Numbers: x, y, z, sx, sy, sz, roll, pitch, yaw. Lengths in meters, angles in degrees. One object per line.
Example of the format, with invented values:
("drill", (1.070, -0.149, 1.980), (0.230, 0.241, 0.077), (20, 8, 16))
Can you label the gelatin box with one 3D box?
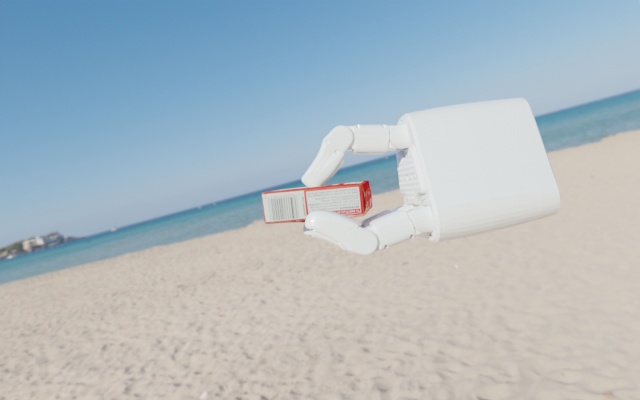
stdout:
("gelatin box", (0.000, 0.001, 0.431), (0.089, 0.030, 0.073), (-5, 3, 10))
